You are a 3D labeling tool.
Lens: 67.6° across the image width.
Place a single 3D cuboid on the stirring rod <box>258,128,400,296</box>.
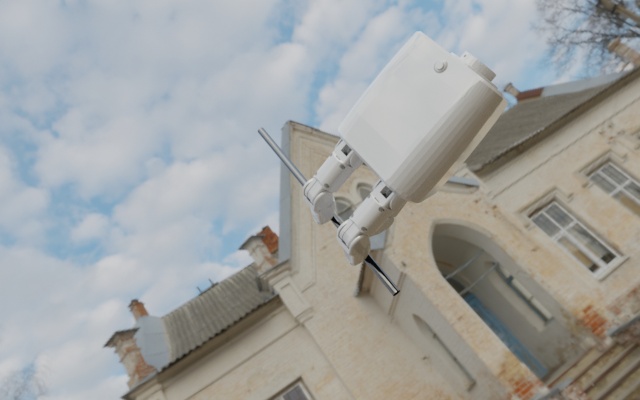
[{"bbox_3d":[0.000,0.002,0.482,0.011,0.011,0.239,0,42,-50],"label":"stirring rod"}]
